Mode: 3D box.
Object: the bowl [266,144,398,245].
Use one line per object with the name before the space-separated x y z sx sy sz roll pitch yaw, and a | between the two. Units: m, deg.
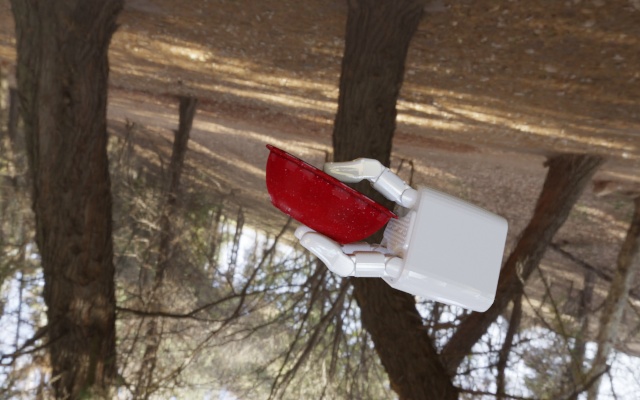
bowl | -0.001 0.001 0.514 0.162 0.055 0.162 29 0 0
